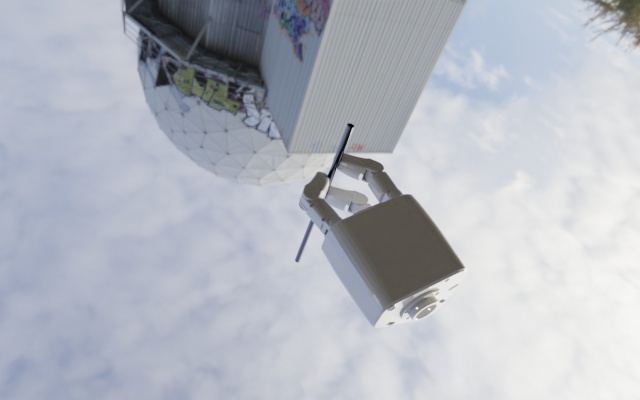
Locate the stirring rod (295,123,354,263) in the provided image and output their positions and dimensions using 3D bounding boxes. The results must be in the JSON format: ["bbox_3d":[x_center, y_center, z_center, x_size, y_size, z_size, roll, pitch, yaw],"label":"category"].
[{"bbox_3d":[0.000,0.002,0.597,0.011,0.011,0.240,0,-44,-22],"label":"stirring rod"}]
